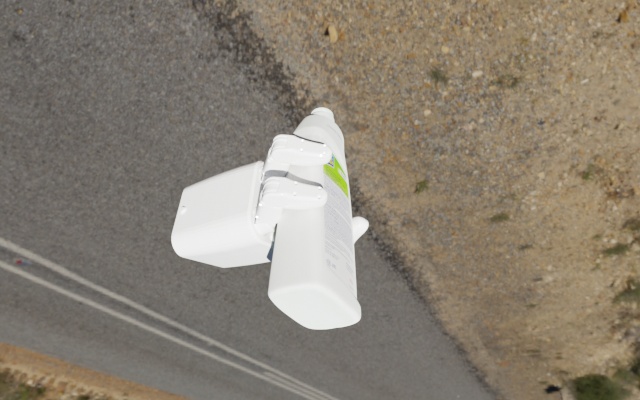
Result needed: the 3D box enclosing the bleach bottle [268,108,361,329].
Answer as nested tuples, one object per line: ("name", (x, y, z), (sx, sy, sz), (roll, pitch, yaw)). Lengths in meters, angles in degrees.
("bleach bottle", (0.000, 0.002, 0.520), (0.068, 0.250, 0.103), (-15, -40, 23))
